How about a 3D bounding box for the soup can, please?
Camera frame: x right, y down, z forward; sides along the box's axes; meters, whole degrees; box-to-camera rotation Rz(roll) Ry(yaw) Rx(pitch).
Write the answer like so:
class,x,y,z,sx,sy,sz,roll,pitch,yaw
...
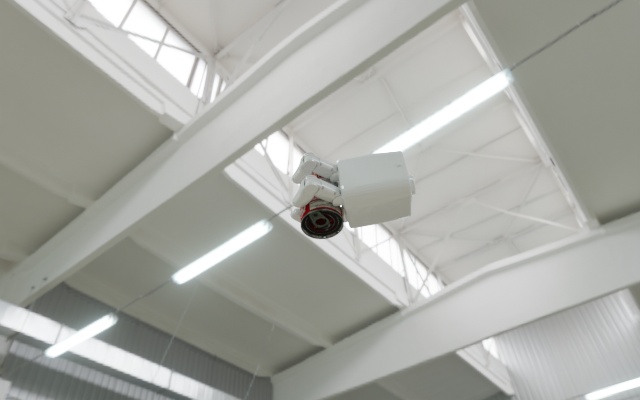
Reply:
class,x,y,z,sx,sy,sz,roll,pitch,yaw
soup can,0.000,0.003,0.776,0.068,0.069,0.102,-2,45,-2
